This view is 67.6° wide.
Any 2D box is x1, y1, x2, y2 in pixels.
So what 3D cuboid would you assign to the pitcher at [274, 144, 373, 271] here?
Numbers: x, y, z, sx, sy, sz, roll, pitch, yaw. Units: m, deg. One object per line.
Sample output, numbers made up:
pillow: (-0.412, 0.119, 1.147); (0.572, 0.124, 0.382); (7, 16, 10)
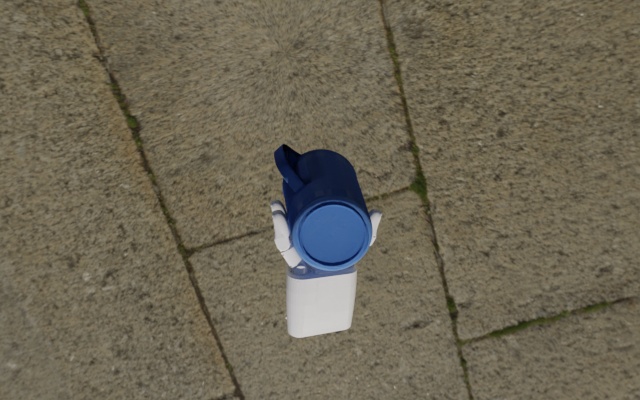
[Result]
pitcher: (0.000, 0.003, 0.731); (0.149, 0.145, 0.242); (2, 17, -5)
